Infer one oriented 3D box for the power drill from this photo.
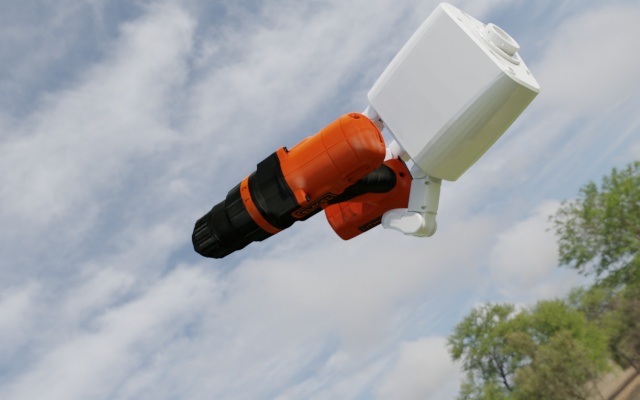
[{"bbox_3d":[0.000,0.001,0.436,0.184,0.057,0.187,-30,-16,23],"label":"power drill"}]
